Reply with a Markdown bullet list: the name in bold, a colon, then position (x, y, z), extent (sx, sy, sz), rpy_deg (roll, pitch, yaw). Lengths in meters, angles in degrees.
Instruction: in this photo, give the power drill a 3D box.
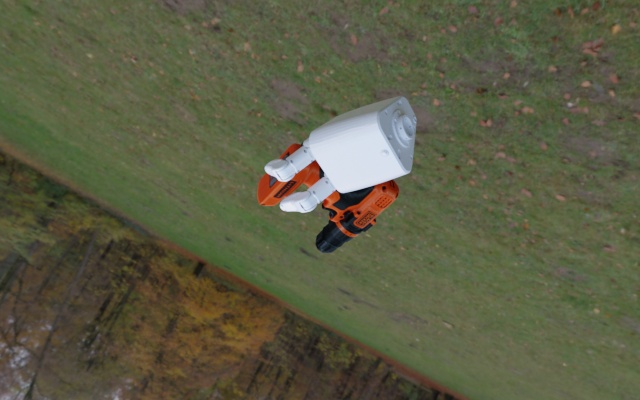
- **power drill**: position (0.000, 0.002, 0.739), extent (0.188, 0.057, 0.184), rpy_deg (24, -53, -30)
